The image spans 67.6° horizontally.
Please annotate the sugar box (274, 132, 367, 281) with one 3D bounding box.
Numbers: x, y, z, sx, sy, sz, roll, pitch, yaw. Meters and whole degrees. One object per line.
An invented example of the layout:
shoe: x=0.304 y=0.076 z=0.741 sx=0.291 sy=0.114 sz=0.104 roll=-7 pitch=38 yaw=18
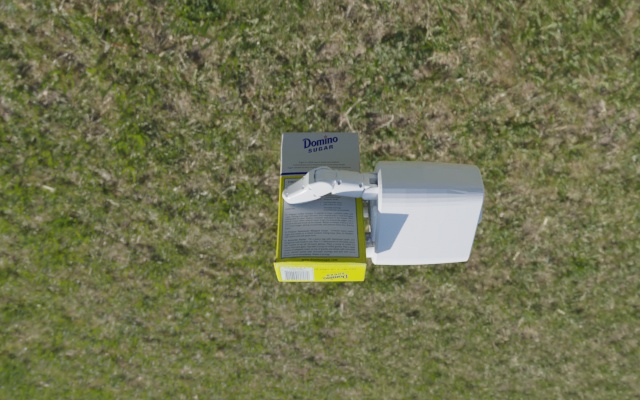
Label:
sugar box: x=0.000 y=0.002 z=0.532 sx=0.093 sy=0.176 sz=0.048 roll=0 pitch=-37 yaw=0
